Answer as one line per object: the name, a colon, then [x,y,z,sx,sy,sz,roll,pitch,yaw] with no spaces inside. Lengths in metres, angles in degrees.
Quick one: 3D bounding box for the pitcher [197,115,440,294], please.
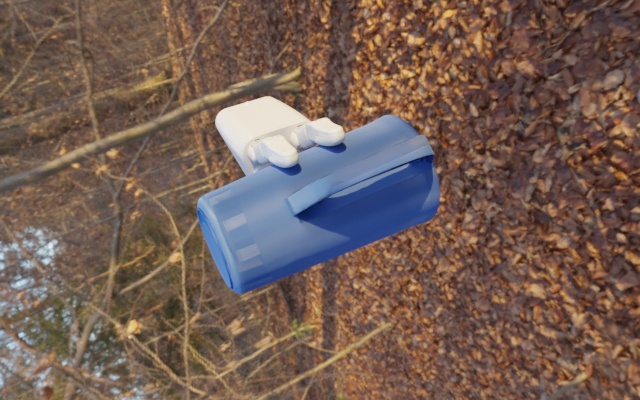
pitcher: [0.000,0.002,0.512,0.243,0.149,0.145,-23,38,-19]
